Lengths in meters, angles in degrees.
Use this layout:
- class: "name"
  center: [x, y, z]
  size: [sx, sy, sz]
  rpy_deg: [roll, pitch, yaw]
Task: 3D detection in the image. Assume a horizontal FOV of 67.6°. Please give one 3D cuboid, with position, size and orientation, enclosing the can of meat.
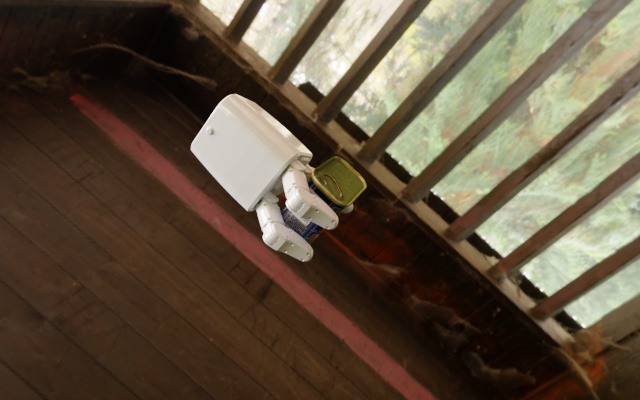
- class: "can of meat"
  center: [0.000, 0.002, 0.579]
  size: [0.084, 0.057, 0.102]
  rpy_deg: [-47, -3, 27]
